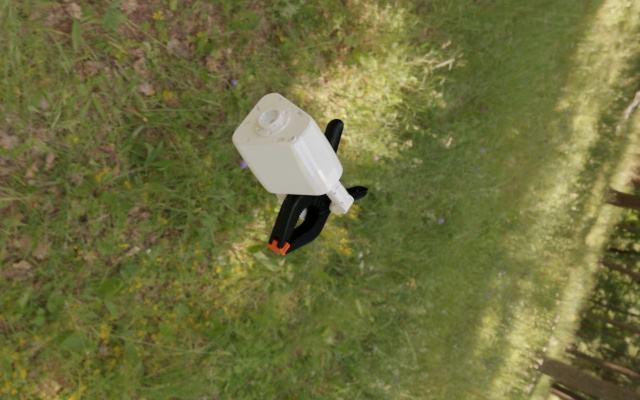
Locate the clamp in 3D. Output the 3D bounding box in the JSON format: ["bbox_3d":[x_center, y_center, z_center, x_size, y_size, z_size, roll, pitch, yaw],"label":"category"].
[{"bbox_3d":[0.000,0.003,0.732,0.036,0.210,0.165,20,-23,38],"label":"clamp"}]
